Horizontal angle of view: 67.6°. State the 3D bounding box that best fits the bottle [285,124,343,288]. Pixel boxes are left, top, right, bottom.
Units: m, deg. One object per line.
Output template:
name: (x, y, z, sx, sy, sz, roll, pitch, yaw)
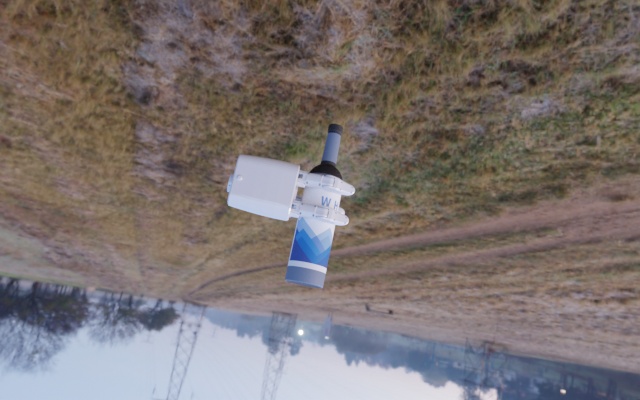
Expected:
bottle: (0.000, 0.003, 0.848, 0.069, 0.295, 0.069, 11, -14, 3)
